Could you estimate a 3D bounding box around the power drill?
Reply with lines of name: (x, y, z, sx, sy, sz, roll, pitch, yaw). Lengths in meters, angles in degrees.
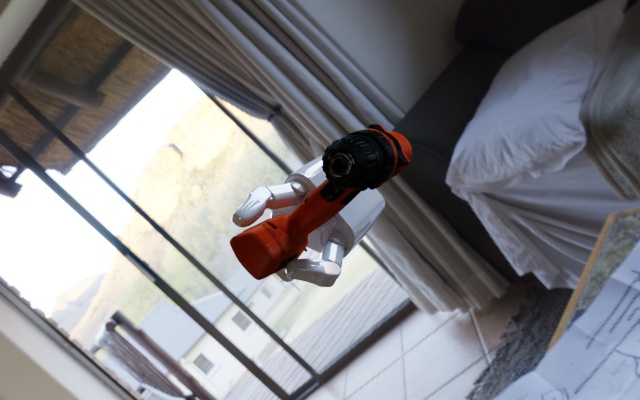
power drill: (0.000, 0.002, 0.464, 0.188, 0.057, 0.184, -39, -8, 23)
